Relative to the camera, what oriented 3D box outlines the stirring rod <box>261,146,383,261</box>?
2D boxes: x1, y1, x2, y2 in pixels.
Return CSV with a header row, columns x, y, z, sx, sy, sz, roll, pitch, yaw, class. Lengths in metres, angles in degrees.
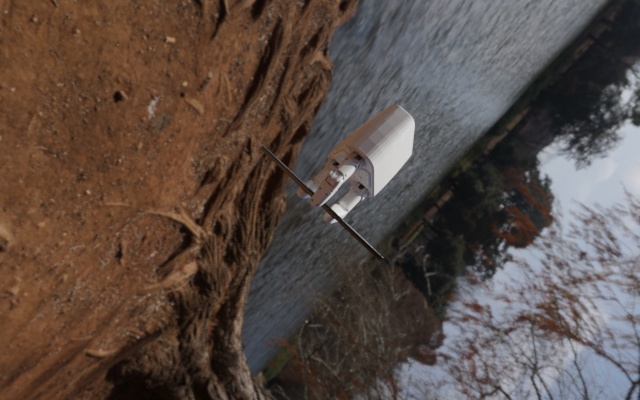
x,y,z,sx,sy,sz,roll,pitch,yaw,class
0.000,0.002,0.696,0.239,0.011,0.011,43,8,9,stirring rod
